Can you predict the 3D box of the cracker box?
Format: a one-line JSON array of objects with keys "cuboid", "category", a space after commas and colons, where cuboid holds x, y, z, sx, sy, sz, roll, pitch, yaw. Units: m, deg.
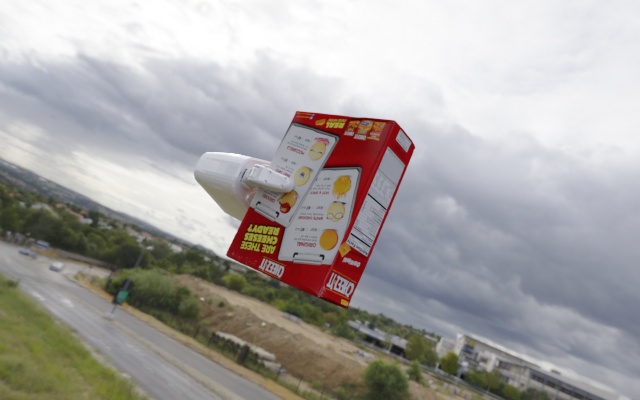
[{"cuboid": [0.000, 0.002, 0.585, 0.164, 0.213, 0.072, 15, -14, 42], "category": "cracker box"}]
